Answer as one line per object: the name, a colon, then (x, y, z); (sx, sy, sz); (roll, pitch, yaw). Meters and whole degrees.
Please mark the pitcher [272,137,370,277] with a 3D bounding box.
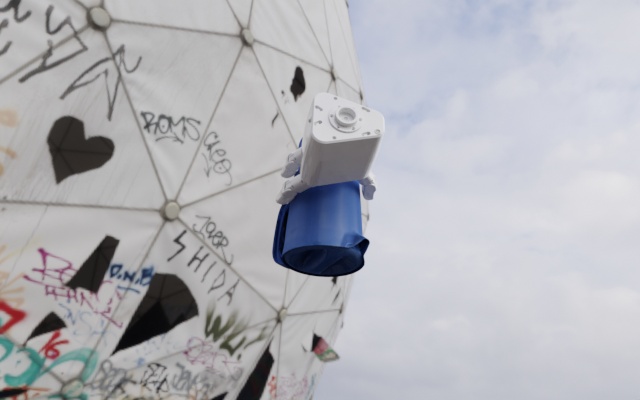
pitcher: (0.000, 0.003, 0.822); (0.149, 0.242, 0.145); (6, -30, -5)
